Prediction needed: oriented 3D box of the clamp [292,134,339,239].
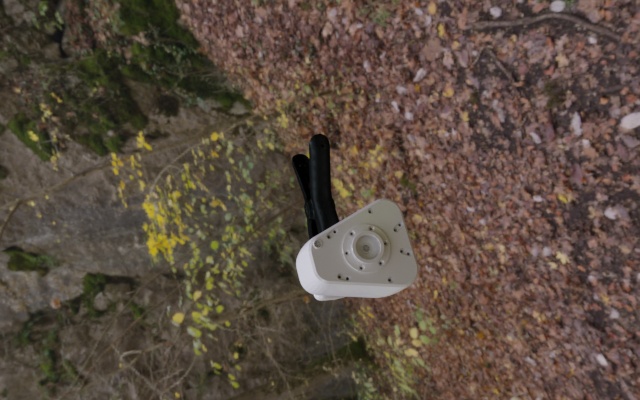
[{"bbox_3d":[0.000,0.002,0.603,0.039,0.171,0.120,-13,-13,-11],"label":"clamp"}]
